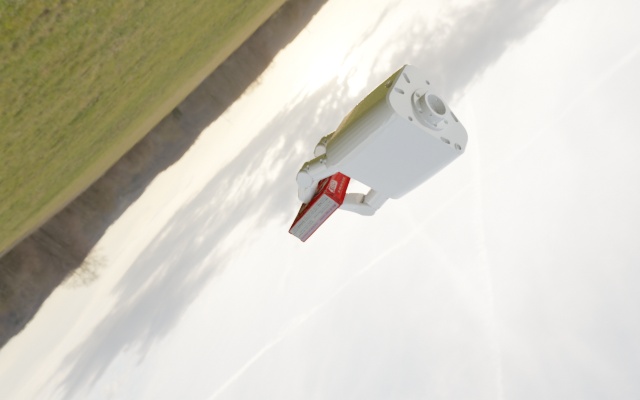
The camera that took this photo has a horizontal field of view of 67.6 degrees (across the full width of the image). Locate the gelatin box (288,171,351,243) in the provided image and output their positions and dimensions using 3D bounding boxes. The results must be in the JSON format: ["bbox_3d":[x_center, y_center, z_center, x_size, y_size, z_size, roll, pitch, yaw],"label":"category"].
[{"bbox_3d":[0.000,0.002,0.618,0.030,0.089,0.073,36,36,-9],"label":"gelatin box"}]
